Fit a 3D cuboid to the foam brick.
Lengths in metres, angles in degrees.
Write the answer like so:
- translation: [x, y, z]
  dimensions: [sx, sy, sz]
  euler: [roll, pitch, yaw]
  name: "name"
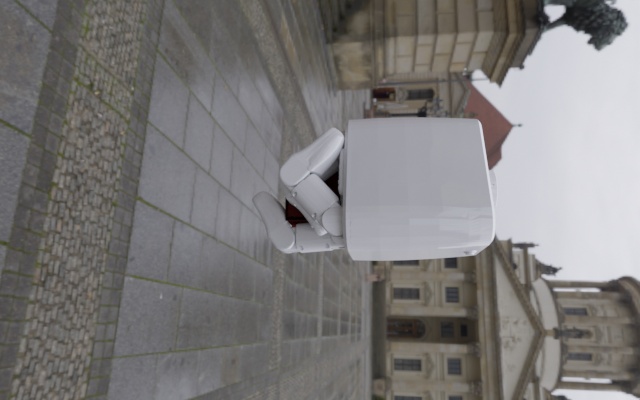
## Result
- translation: [0.000, 0.001, 0.443]
  dimensions: [0.051, 0.053, 0.078]
  euler: [-2, -14, 7]
  name: "foam brick"
